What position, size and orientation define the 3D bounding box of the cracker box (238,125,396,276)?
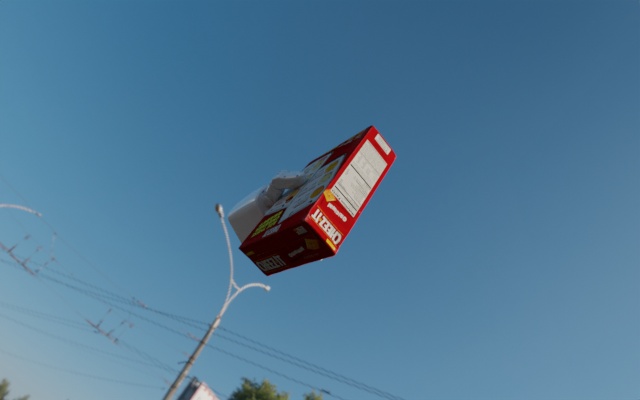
[{"bbox_3d":[0.000,0.002,0.698,0.164,0.072,0.213,-25,22,48],"label":"cracker box"}]
